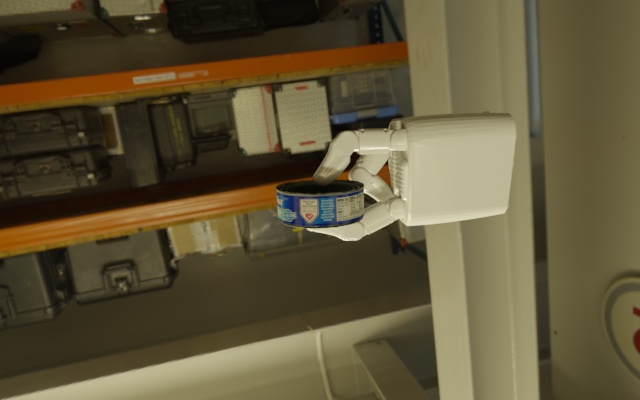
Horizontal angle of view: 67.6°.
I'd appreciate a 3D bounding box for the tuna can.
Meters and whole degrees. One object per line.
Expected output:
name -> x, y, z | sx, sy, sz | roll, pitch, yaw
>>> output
tuna can -> 0.000, 0.002, 0.465 | 0.086, 0.034, 0.086 | -2, 11, 0
